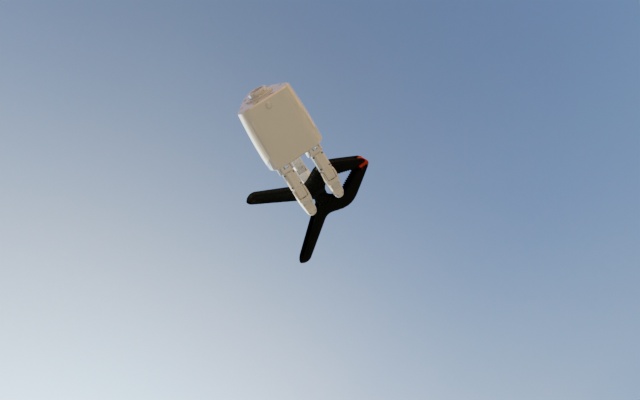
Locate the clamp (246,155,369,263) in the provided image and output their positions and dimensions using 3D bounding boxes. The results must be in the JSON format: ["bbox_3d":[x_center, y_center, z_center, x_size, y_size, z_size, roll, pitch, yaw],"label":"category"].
[{"bbox_3d":[0.000,0.002,0.825,0.210,0.165,0.036,-33,27,-5],"label":"clamp"}]
